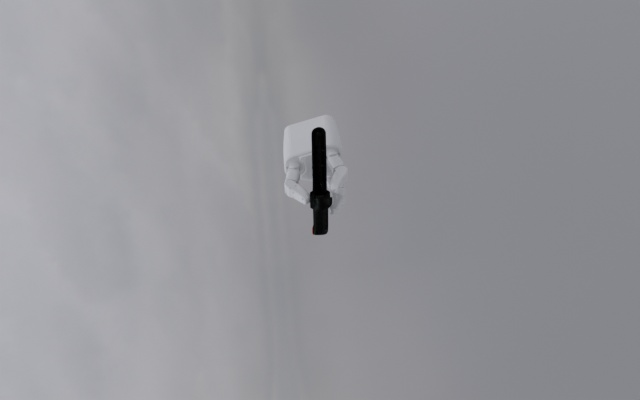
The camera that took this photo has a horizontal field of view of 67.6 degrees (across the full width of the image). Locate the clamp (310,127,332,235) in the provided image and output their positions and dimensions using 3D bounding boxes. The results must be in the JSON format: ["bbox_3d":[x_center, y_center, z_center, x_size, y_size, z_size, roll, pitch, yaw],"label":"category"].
[{"bbox_3d":[-0.001,0.003,0.829,0.036,0.164,0.210,-1,-45,-2],"label":"clamp"}]
